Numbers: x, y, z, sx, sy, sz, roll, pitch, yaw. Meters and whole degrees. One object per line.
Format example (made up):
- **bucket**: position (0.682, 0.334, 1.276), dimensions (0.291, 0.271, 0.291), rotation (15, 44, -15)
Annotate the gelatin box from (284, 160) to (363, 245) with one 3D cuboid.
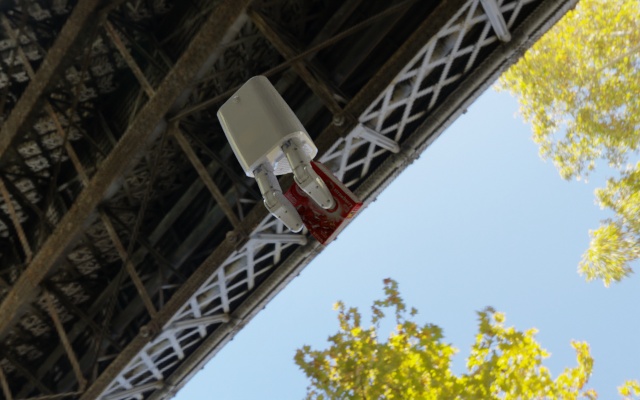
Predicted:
- **gelatin box**: position (0.001, 0.002, 0.631), dimensions (0.089, 0.073, 0.030), rotation (45, 18, 18)
